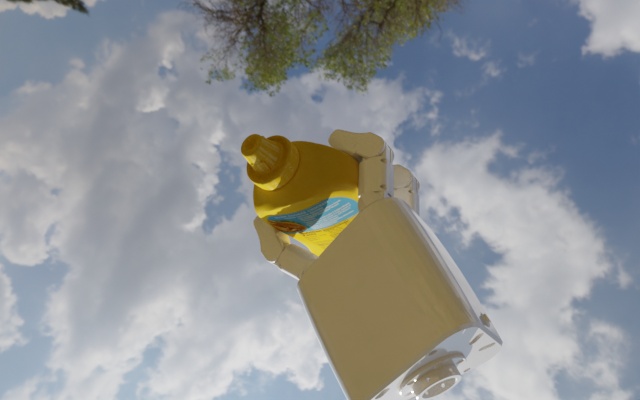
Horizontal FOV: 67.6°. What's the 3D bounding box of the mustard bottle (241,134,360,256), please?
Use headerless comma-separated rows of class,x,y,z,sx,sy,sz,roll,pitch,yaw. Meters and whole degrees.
mustard bottle,0.000,0.001,0.404,0.096,0.058,0.192,-16,-32,27
